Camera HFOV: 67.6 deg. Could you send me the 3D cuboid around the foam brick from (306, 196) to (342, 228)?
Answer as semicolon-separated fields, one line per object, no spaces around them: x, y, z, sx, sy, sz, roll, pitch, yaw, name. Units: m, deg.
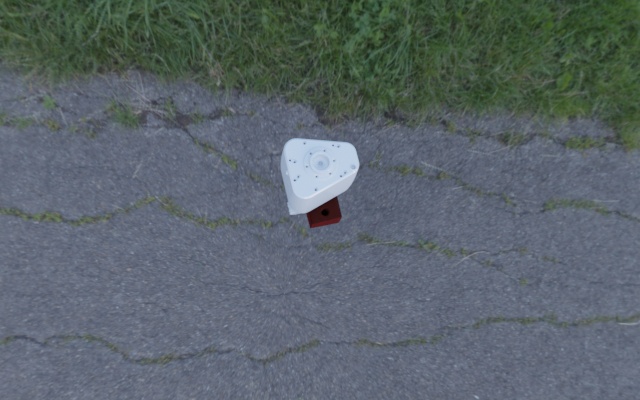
0.000;0.003;0.811;0.053;0.078;0.051;-13;-9;-8;foam brick
